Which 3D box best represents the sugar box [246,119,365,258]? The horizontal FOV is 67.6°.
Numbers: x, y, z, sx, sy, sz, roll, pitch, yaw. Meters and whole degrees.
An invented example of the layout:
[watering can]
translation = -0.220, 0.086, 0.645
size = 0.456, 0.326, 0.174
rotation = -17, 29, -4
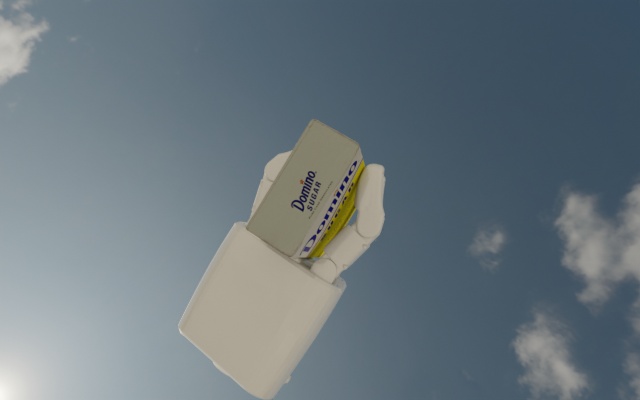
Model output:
[sugar box]
translation = 0.000, 0.002, 0.408
size = 0.048, 0.093, 0.176
rotation = 31, -1, 8
